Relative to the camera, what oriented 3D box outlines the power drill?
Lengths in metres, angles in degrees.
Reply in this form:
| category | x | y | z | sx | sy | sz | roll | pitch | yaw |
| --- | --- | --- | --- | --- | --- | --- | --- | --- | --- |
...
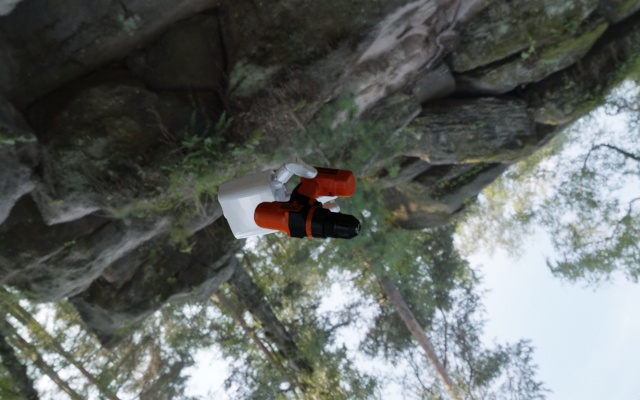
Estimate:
| category | x | y | z | sx | sy | sz | roll | pitch | yaw |
| --- | --- | --- | --- | --- | --- | --- | --- | --- | --- |
| power drill | 0.000 | 0.003 | 0.839 | 0.184 | 0.057 | 0.187 | 9 | 28 | 19 |
